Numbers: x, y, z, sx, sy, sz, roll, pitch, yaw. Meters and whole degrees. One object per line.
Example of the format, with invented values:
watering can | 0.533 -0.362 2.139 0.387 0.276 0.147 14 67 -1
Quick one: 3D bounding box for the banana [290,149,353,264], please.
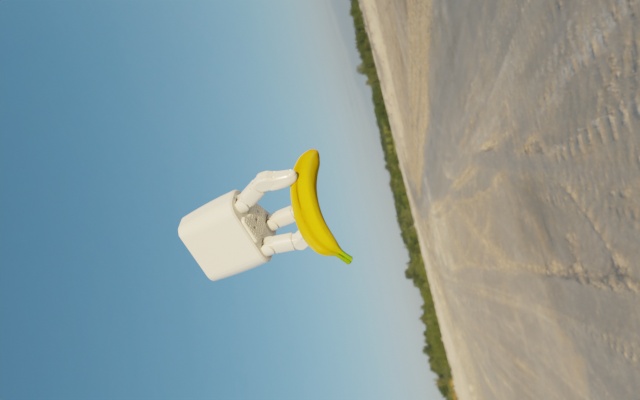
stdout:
banana | -0.012 0.000 0.669 0.037 0.197 0.070 -35 -36 30
